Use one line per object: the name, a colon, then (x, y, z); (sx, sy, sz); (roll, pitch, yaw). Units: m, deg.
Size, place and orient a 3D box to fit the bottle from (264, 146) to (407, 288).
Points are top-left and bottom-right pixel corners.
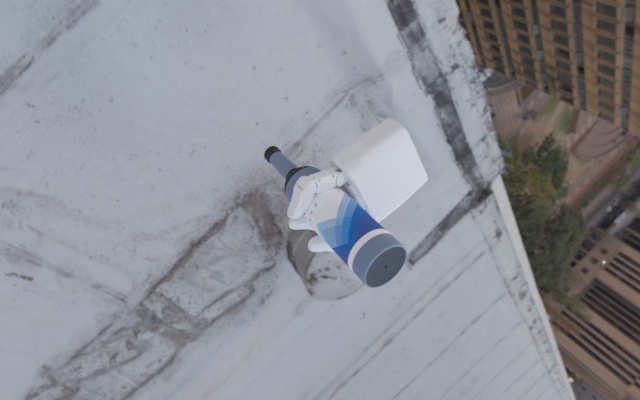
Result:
bottle: (0.000, 0.002, 0.672); (0.069, 0.069, 0.295); (0, 32, -40)
